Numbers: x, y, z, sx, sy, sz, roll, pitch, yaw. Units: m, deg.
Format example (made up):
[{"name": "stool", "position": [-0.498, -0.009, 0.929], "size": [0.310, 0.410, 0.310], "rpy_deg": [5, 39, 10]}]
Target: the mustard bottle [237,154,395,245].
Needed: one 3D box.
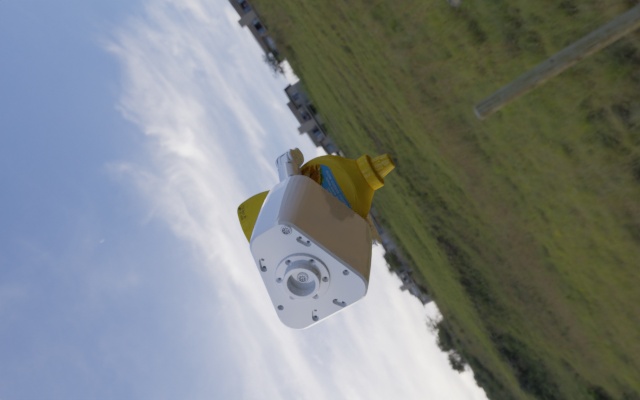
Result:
[{"name": "mustard bottle", "position": [0.000, 0.002, 0.560], "size": [0.191, 0.096, 0.058], "rpy_deg": [-31, -8, 17]}]
